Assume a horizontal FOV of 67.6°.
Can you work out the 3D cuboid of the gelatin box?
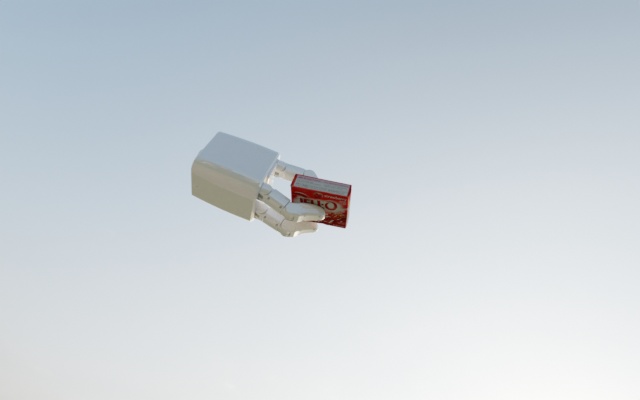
[{"bbox_3d":[0.001,0.002,0.719,0.089,0.030,0.073,11,-41,8],"label":"gelatin box"}]
